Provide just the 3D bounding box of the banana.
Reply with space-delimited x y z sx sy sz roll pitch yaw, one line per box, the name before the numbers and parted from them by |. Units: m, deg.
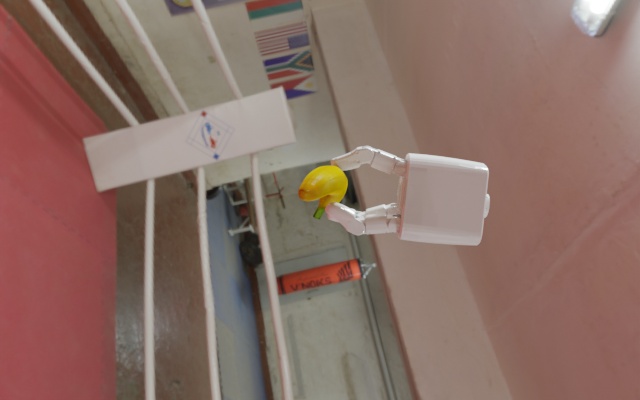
banana | 0.009 -0.014 0.633 0.037 0.069 0.198 25 -7 10
